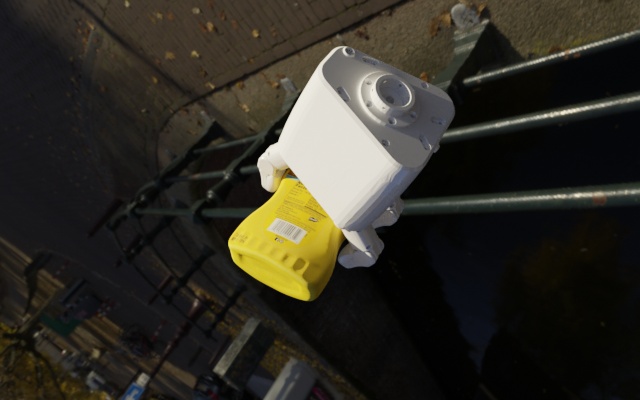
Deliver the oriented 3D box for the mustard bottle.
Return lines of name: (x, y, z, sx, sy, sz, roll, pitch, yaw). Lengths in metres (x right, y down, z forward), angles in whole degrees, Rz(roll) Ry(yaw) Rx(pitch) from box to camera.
mustard bottle: (0.000, 0.002, 0.482, 0.096, 0.191, 0.058, 23, -34, 20)
